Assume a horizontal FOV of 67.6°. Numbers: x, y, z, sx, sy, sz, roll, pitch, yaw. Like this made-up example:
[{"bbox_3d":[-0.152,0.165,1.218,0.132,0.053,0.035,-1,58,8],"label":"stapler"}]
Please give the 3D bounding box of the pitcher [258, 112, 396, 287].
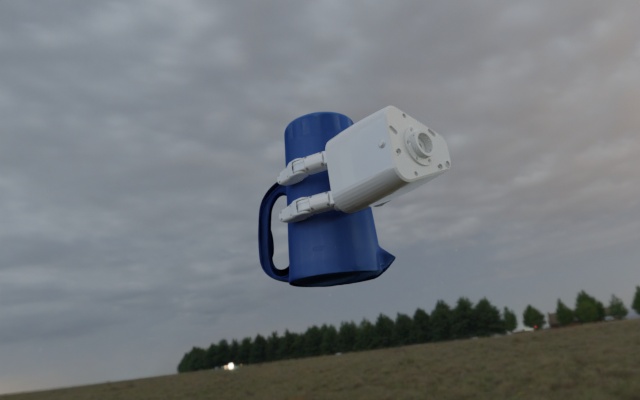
[{"bbox_3d":[0.000,0.002,0.691,0.149,0.242,0.145,6,-22,-36],"label":"pitcher"}]
